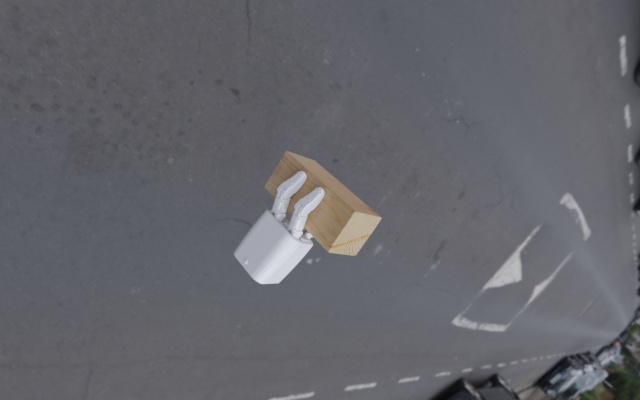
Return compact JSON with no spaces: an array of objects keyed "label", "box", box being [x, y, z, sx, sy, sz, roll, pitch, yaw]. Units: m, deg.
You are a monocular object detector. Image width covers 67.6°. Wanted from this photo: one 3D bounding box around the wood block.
[{"label":"wood block","box":[0.000,0.003,0.896,0.091,0.090,0.206,15,23,-52]}]
